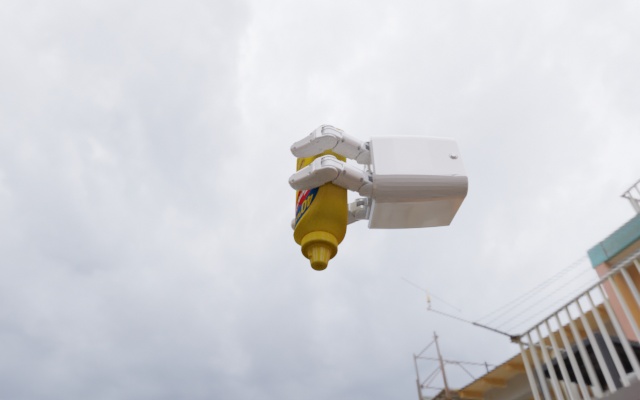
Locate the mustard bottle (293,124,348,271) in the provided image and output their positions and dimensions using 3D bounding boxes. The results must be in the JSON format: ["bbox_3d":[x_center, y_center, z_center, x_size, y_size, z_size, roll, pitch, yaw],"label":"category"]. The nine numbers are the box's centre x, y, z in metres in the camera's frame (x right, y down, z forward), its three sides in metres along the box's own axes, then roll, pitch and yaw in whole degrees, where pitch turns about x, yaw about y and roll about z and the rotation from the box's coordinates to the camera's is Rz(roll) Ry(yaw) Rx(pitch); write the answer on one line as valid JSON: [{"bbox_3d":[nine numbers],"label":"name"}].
[{"bbox_3d":[0.000,0.002,0.574,0.058,0.191,0.096,18,-46,-17],"label":"mustard bottle"}]
